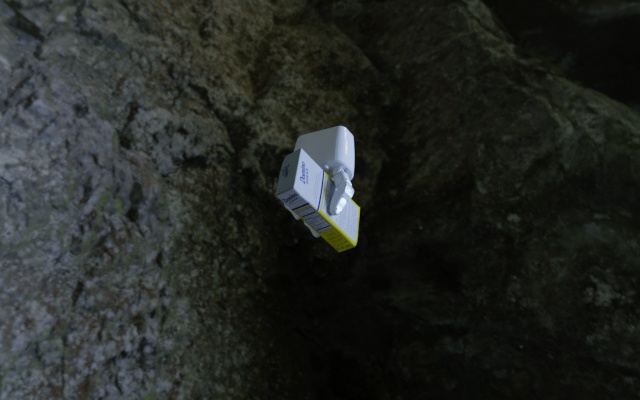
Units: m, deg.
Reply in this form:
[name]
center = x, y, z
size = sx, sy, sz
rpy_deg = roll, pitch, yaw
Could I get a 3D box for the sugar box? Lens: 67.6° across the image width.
[sugar box]
center = 0.000, 0.003, 0.817
size = 0.048, 0.093, 0.176
rpy_deg = -25, -51, 32
